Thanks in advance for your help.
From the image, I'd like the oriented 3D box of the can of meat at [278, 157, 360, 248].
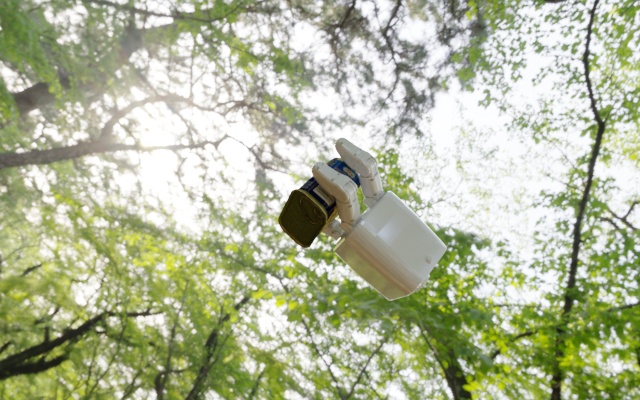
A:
[{"bbox_3d":[0.000,0.002,0.621,0.084,0.057,0.102,-43,-10,-34],"label":"can of meat"}]
